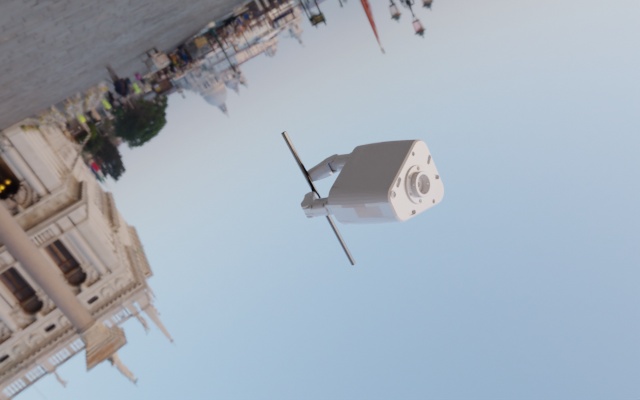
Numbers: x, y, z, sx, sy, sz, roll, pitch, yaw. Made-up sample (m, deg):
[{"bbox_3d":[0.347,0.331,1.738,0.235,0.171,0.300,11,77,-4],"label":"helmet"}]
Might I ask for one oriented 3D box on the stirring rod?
[{"bbox_3d":[0.000,0.002,0.723,0.011,0.240,0.011,-24,21,10],"label":"stirring rod"}]
